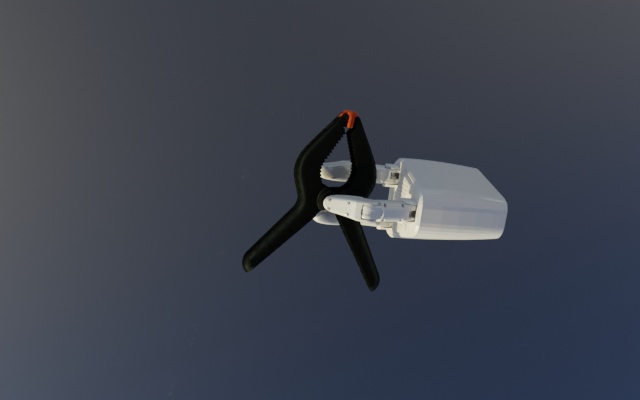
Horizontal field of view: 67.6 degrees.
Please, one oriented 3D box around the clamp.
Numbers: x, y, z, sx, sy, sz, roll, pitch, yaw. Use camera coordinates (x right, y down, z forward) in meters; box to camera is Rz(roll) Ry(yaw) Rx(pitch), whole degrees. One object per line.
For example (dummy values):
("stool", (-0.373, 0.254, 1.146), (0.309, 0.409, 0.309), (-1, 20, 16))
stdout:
("clamp", (0.001, 0.001, 0.540), (0.164, 0.210, 0.036), (4, 12, -12))
